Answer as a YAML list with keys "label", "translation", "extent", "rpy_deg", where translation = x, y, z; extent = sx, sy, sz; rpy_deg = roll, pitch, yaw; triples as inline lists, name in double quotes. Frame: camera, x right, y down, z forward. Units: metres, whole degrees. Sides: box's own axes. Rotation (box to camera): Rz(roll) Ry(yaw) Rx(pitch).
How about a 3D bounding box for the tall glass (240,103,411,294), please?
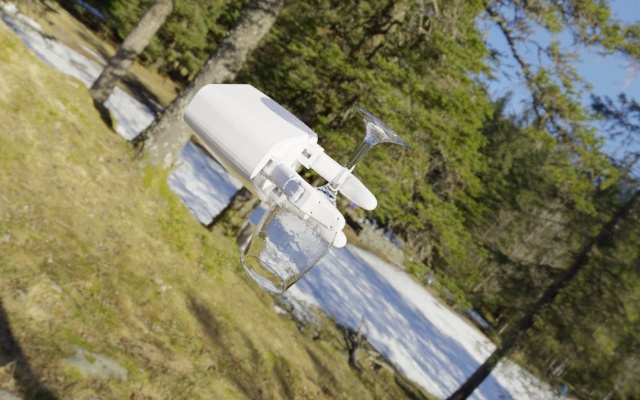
- label: "tall glass"
  translation: [0.001, 0.001, 0.494]
  extent: [0.079, 0.201, 0.079]
  rpy_deg: [38, 8, -6]
